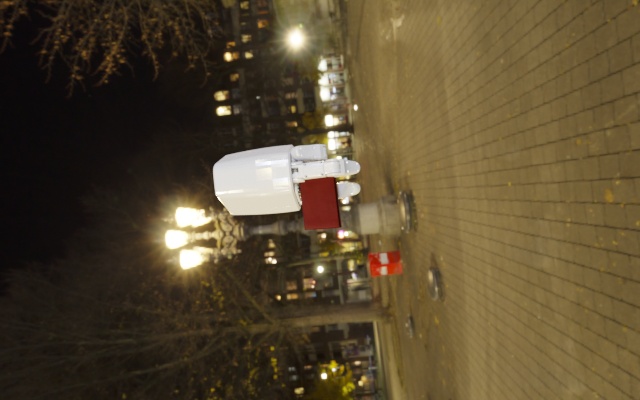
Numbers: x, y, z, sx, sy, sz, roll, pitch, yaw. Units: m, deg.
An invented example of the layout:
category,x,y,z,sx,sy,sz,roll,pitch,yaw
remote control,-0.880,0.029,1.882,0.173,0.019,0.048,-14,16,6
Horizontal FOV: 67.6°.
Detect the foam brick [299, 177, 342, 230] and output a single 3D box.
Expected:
category,x,y,z,sx,sy,sz,roll,pitch,yaw
foam brick,0.000,0.002,0.679,0.051,0.078,0.053,-7,-3,1
